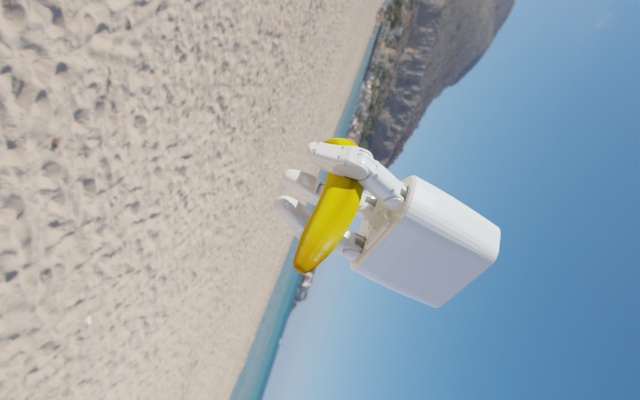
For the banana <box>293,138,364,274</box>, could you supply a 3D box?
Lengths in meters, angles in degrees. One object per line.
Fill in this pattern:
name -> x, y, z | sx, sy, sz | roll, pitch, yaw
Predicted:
banana -> 0.013, -0.011, 0.461 | 0.070, 0.037, 0.197 | -39, 24, 27
